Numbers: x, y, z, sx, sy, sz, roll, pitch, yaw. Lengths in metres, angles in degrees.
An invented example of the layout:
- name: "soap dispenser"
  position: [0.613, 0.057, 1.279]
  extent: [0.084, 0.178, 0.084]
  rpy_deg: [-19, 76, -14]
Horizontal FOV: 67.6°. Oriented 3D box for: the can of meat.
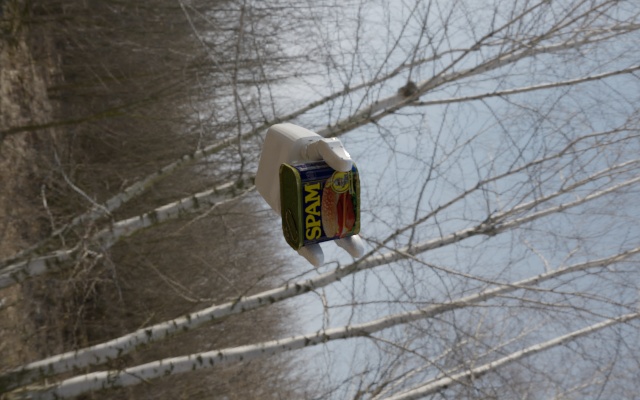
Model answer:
- name: "can of meat"
  position: [0.000, 0.002, 0.578]
  extent: [0.084, 0.102, 0.057]
  rpy_deg: [-10, 20, -24]
